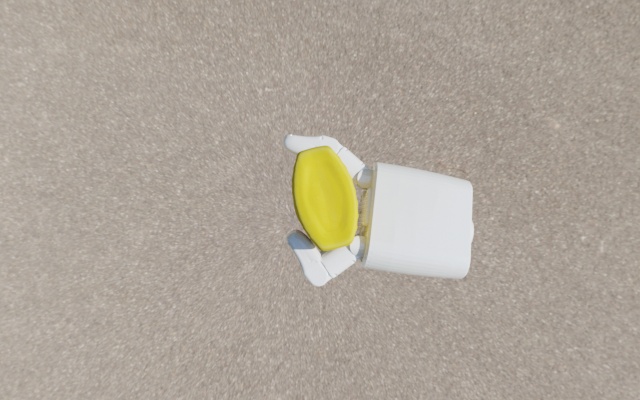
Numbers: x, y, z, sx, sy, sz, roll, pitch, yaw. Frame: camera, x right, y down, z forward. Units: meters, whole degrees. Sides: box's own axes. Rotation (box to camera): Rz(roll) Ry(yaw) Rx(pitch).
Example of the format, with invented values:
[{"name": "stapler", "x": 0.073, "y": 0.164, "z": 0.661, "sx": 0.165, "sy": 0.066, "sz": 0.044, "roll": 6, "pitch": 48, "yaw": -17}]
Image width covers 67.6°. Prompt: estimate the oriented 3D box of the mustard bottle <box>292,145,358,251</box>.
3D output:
[{"name": "mustard bottle", "x": 0.000, "y": 0.002, "z": 0.523, "sx": 0.058, "sy": 0.096, "sz": 0.191, "roll": -15, "pitch": -2, "yaw": -3}]
